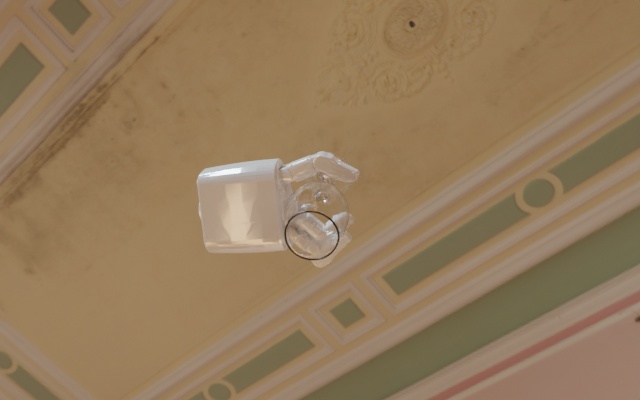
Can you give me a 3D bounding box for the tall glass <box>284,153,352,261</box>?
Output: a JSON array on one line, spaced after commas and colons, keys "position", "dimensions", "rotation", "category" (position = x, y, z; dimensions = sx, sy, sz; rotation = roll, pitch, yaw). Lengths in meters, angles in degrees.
[{"position": [0.000, 0.002, 0.618], "dimensions": [0.079, 0.079, 0.201], "rotation": [0, 22, 6], "category": "tall glass"}]
